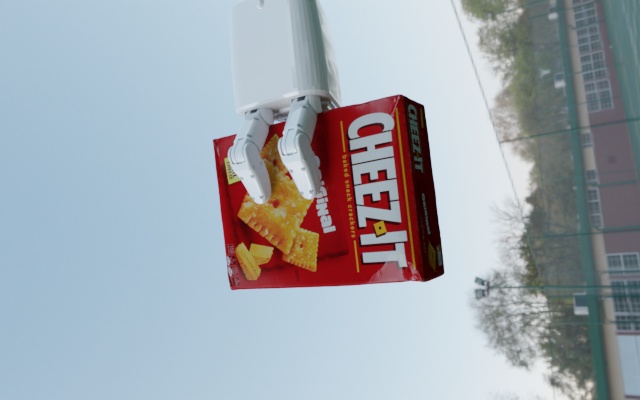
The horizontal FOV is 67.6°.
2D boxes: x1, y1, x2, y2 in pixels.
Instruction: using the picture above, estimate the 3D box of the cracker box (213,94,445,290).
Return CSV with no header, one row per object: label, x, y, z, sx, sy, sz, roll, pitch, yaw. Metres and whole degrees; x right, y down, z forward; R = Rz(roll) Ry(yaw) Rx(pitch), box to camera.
cracker box,0.000,0.002,0.473,0.214,0.164,0.072,-8,-3,30
